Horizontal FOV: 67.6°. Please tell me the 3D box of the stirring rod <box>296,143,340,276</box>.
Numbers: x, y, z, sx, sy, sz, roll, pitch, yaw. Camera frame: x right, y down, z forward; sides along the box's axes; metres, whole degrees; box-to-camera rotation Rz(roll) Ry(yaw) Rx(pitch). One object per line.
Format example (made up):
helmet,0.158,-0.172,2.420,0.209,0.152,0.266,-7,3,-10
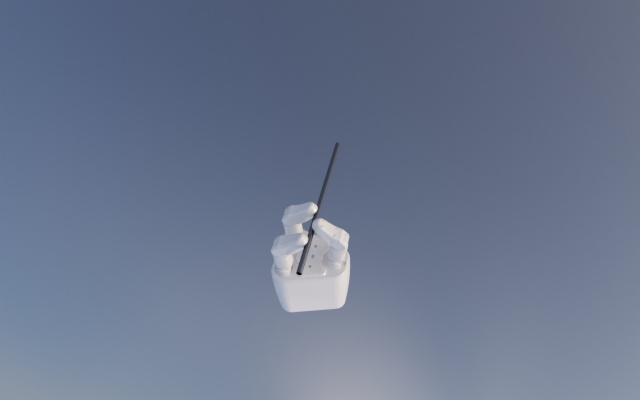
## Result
stirring rod,0.000,0.002,0.678,0.011,0.239,0.011,10,-38,8
